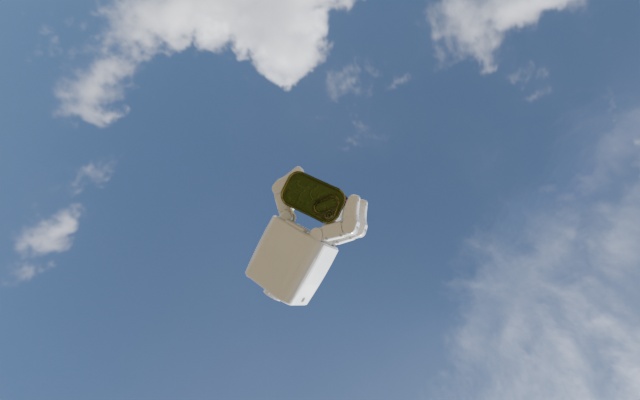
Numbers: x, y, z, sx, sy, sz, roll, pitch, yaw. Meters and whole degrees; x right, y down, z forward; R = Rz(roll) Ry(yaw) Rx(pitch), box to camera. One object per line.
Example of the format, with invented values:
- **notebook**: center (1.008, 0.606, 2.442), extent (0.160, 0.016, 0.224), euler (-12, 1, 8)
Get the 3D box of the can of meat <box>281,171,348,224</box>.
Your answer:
- **can of meat**: center (0.000, 0.002, 0.758), extent (0.102, 0.057, 0.084), euler (25, -3, 22)
